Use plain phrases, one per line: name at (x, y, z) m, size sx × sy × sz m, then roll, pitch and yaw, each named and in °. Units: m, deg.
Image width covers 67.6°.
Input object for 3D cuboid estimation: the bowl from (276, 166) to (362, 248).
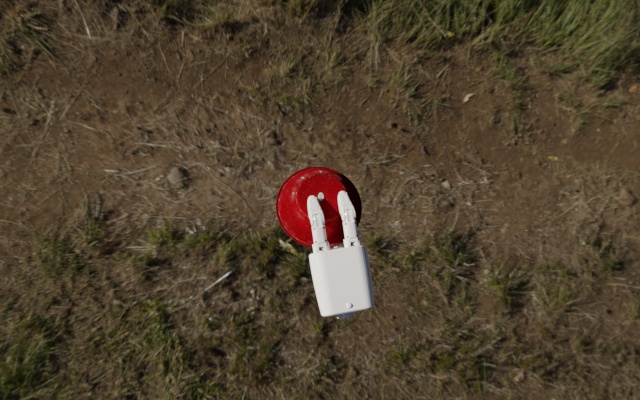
bowl at (0.000, 0.002, 0.866) m, size 0.162 × 0.162 × 0.055 m, roll 0°, pitch -19°, yaw -6°
